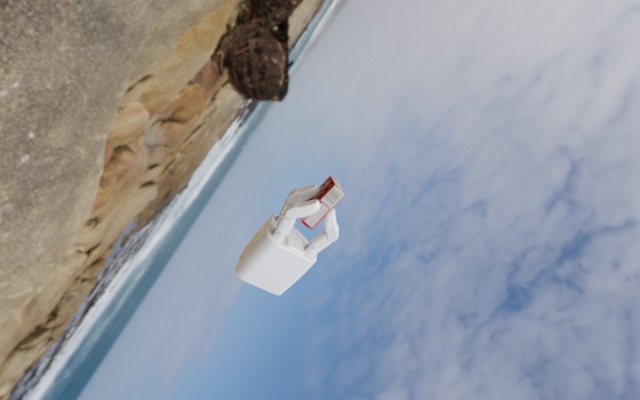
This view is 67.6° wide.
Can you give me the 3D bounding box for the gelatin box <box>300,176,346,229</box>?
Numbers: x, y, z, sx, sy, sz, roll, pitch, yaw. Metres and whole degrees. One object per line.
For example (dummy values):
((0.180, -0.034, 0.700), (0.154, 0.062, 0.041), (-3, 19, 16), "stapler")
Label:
((0.001, 0.003, 0.850), (0.030, 0.089, 0.073), (43, 7, -14), "gelatin box")
